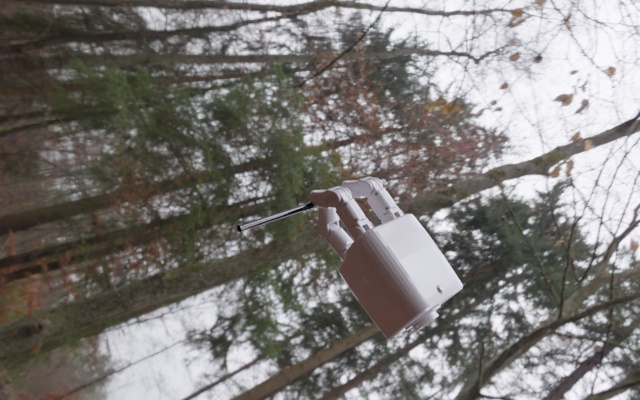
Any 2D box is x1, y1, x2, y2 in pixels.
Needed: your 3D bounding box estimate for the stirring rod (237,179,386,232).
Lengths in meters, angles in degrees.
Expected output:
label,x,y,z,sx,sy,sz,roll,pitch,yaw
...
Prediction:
label,x,y,z,sx,sy,sz,roll,pitch,yaw
stirring rod,0.000,0.002,0.600,0.239,0.011,0.011,-18,11,-39
